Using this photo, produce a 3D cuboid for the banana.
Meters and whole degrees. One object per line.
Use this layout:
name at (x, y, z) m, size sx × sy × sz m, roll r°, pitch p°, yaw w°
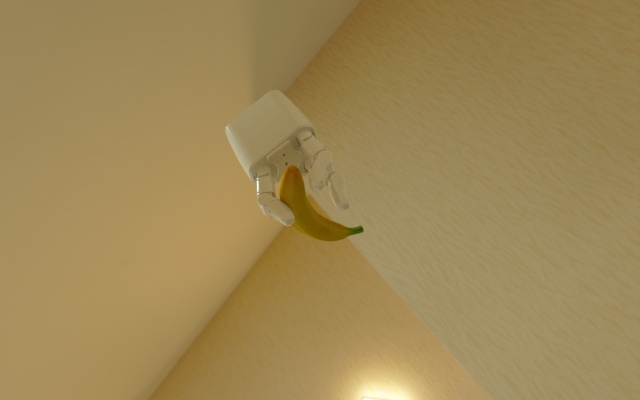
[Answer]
banana at (-0.012, 0.015, 0.675) m, size 0.069 × 0.037 × 0.198 m, roll -39°, pitch -40°, yaw 9°
